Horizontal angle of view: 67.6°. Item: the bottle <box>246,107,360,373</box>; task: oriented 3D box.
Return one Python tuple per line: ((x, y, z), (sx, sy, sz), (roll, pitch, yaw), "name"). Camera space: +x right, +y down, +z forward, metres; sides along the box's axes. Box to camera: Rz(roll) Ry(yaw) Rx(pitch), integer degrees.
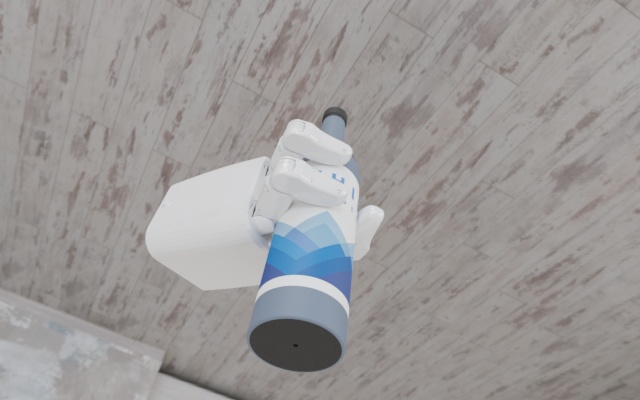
((0.000, 0.002, 0.425), (0.069, 0.069, 0.295), (0, 40, 9), "bottle")
